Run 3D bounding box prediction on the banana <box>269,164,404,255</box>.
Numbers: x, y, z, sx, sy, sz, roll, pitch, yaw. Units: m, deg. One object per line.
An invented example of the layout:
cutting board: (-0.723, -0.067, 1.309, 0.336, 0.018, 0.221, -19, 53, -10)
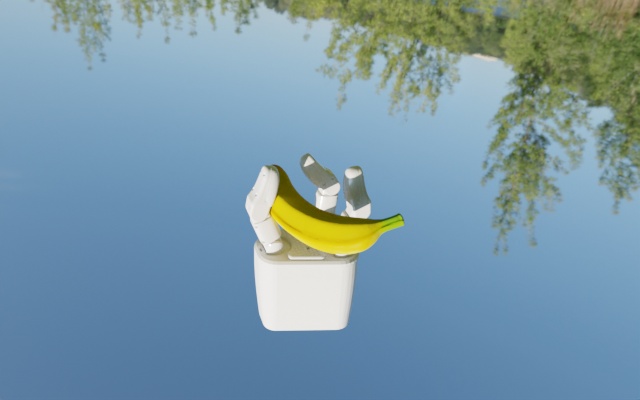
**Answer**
banana: (-0.011, 0.011, 0.493, 0.069, 0.037, 0.197, -32, 40, -33)
